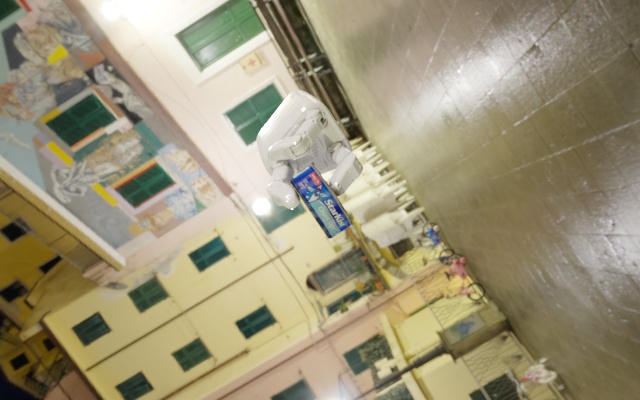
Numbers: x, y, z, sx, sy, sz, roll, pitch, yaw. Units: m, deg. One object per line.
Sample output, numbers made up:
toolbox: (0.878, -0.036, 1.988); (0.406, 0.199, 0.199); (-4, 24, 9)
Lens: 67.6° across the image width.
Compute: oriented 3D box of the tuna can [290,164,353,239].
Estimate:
tuna can: (0.000, 0.002, 0.556); (0.034, 0.086, 0.086); (-34, 1, -2)
